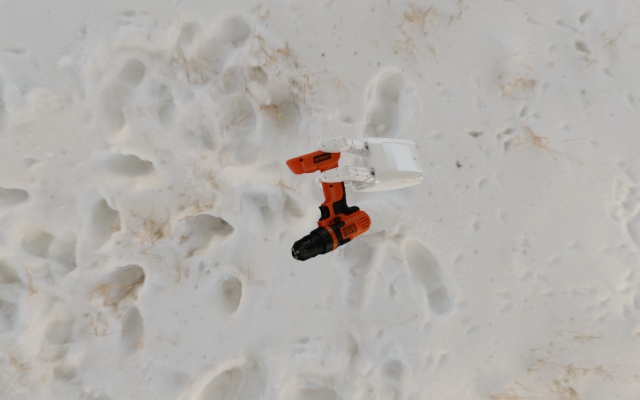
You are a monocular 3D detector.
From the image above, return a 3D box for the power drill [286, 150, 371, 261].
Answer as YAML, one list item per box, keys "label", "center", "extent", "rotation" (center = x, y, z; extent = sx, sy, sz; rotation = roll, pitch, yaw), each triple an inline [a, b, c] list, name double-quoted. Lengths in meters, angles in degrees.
- label: "power drill"
  center: [0.000, 0.002, 0.891]
  extent: [0.184, 0.188, 0.057]
  rotation: [-23, 10, -37]
